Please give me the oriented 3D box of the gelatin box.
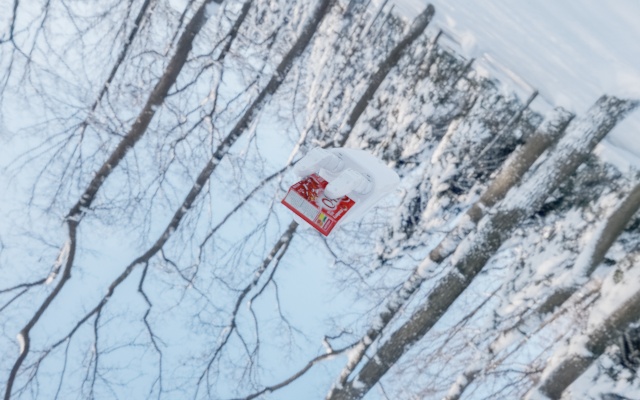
[{"bbox_3d":[0.000,0.002,0.619,0.073,0.030,0.089,37,25,7],"label":"gelatin box"}]
